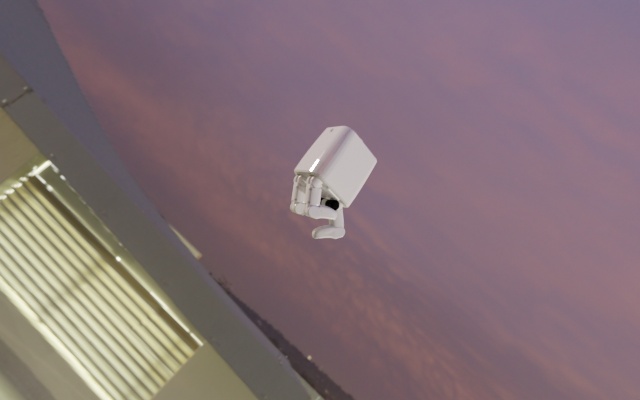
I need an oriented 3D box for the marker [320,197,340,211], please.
[{"bbox_3d":[0.000,0.003,0.877,0.020,0.020,0.121,0,5,-27],"label":"marker"}]
